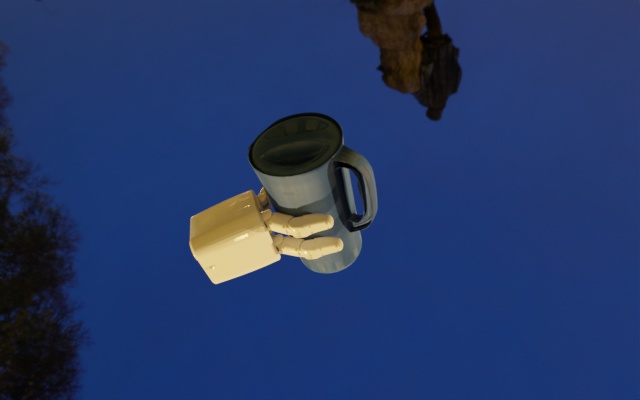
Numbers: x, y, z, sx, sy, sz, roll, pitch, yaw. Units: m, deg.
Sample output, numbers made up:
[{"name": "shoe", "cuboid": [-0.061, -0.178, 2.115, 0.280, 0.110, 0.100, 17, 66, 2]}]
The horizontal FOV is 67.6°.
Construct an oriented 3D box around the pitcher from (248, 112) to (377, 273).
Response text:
[{"name": "pitcher", "cuboid": [0.000, 0.002, 0.716, 0.145, 0.243, 0.149, -23, 44, -4]}]
